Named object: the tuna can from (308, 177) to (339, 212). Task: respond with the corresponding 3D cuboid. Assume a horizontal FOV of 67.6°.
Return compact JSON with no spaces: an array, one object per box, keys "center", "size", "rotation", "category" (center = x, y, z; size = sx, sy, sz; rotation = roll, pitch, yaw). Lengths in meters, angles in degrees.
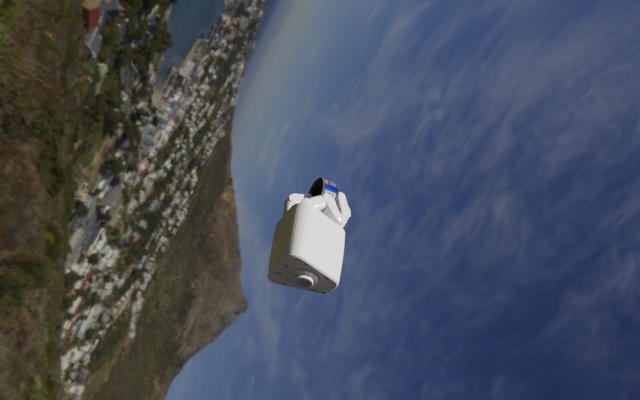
[{"center":[0.001,0.003,0.886],"size":[0.034,0.086,0.086],"rotation":[20,-7,-18],"category":"tuna can"}]
